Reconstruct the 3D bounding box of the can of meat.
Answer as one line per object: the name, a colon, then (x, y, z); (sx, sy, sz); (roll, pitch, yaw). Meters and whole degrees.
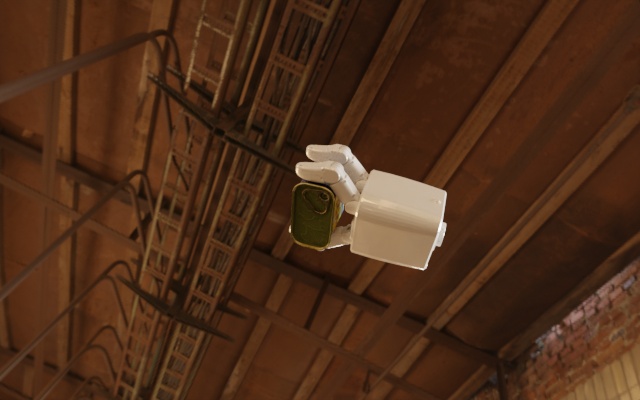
can of meat: (0.000, 0.002, 0.661); (0.057, 0.102, 0.084); (13, 35, 12)
